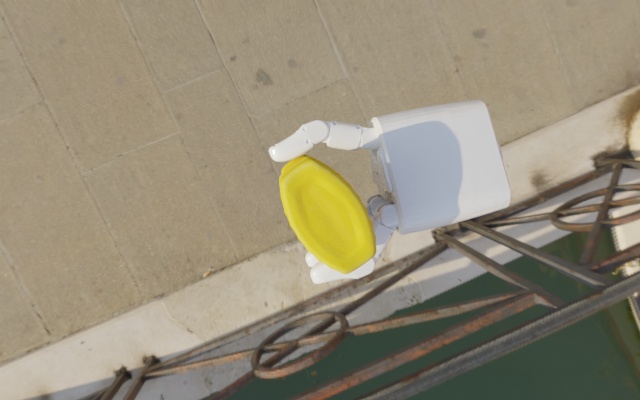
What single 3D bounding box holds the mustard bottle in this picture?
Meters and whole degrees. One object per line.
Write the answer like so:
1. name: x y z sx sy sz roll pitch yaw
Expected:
1. mustard bottle: 0.000 0.002 0.458 0.058 0.096 0.191 -36 9 1
